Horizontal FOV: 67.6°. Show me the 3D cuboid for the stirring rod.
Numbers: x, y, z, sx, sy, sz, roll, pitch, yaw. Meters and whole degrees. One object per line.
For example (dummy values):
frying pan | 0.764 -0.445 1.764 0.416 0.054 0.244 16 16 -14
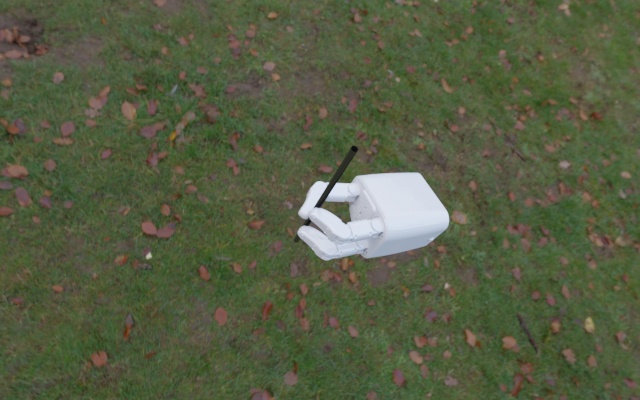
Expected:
stirring rod | 0.000 0.002 0.608 0.011 0.011 0.240 0 -28 -20
